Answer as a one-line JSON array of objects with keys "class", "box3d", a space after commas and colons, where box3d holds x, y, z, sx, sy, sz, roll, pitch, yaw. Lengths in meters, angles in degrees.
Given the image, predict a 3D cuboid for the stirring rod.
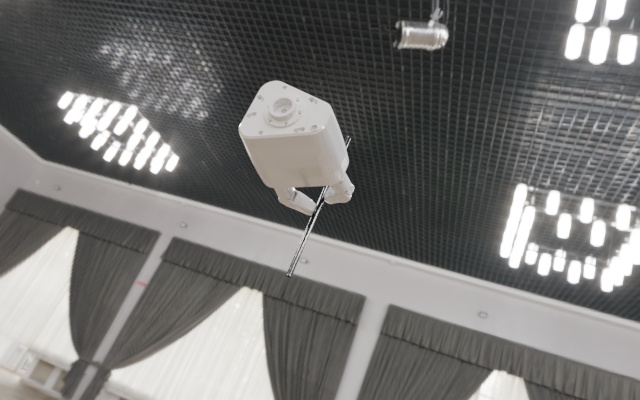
[{"class": "stirring rod", "box3d": [0.000, 0.002, 0.697, 0.011, 0.239, 0.011, 19, -25, 9]}]
